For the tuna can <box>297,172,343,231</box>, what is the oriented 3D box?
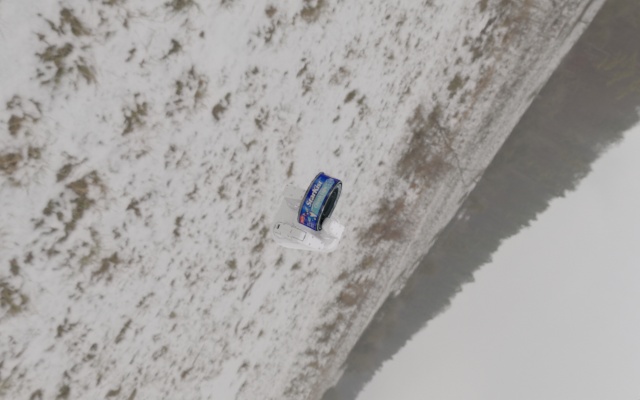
[{"bbox_3d":[0.001,0.003,0.712,0.034,0.086,0.086,25,6,12],"label":"tuna can"}]
